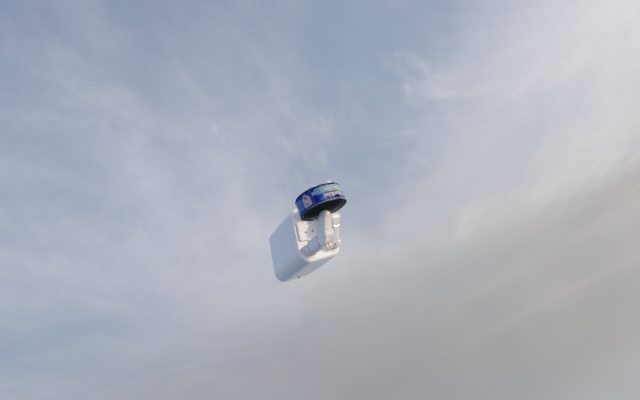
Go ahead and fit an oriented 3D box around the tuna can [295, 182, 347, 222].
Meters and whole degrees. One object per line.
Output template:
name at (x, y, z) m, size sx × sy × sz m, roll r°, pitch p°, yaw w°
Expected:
tuna can at (0.000, 0.002, 0.826) m, size 0.086 × 0.033 × 0.086 m, roll -20°, pitch -18°, yaw -7°
